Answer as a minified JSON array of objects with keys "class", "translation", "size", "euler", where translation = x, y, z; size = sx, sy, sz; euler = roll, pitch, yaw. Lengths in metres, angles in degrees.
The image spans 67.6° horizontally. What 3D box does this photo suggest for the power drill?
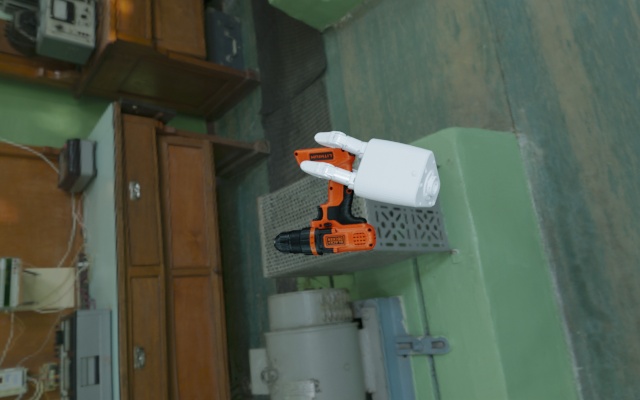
[{"class":"power drill","translation":[0.000,0.002,0.840],"size":[0.184,0.187,0.057],"euler":[-5,3,13]}]
